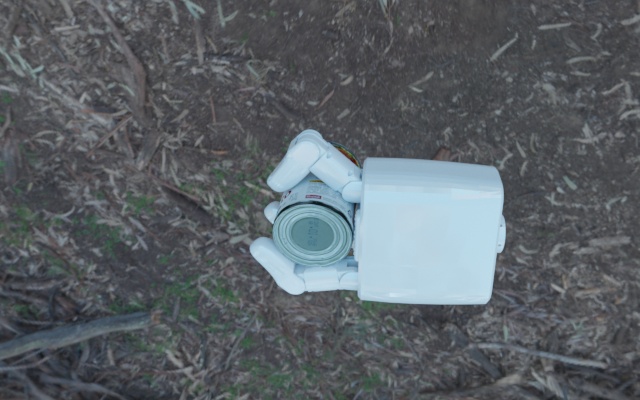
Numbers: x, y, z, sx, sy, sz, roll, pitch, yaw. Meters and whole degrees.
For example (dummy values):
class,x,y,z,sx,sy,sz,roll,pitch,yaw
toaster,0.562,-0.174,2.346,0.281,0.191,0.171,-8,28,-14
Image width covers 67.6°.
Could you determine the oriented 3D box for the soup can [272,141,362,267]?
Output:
class,x,y,z,sx,sy,sz,roll,pitch,yaw
soup can,0.000,0.001,0.420,0.068,0.068,0.102,0,34,9
